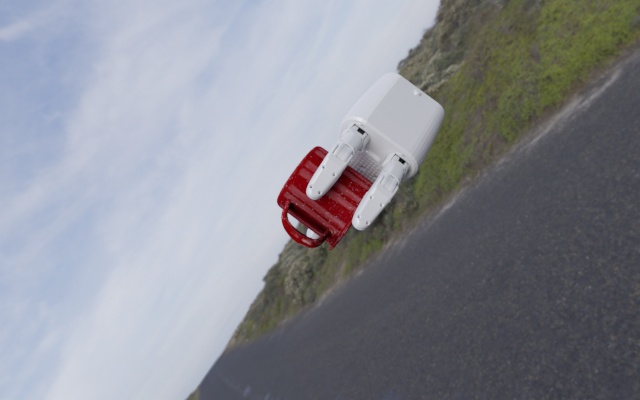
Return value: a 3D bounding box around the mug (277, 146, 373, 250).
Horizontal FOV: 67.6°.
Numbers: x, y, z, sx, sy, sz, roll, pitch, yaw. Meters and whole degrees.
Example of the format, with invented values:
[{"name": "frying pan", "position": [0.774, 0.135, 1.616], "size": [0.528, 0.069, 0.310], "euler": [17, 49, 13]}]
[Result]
[{"name": "mug", "position": [-0.001, 0.003, 0.519], "size": [0.081, 0.117, 0.093], "euler": [36, -37, 2]}]
